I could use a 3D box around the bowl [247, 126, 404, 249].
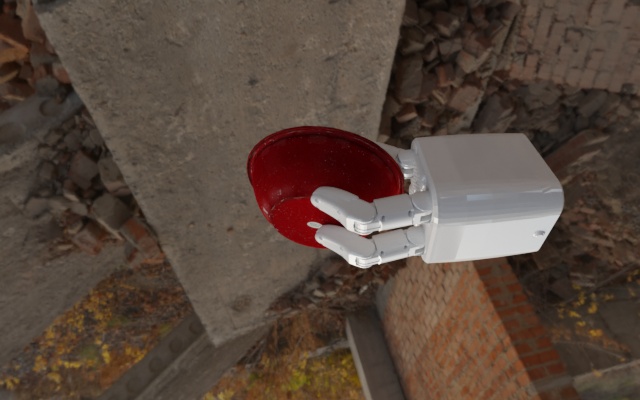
[{"bbox_3d":[-0.001,0.002,0.473,0.162,0.055,0.162,7,-34,5],"label":"bowl"}]
